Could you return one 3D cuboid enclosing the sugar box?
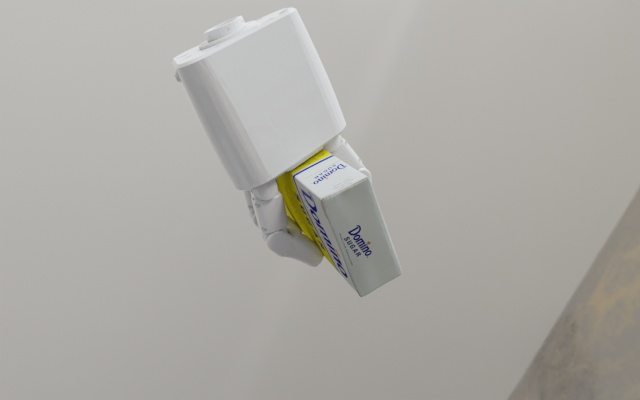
[{"bbox_3d":[-0.001,0.001,0.423,0.048,0.093,0.176,-27,26,-9],"label":"sugar box"}]
